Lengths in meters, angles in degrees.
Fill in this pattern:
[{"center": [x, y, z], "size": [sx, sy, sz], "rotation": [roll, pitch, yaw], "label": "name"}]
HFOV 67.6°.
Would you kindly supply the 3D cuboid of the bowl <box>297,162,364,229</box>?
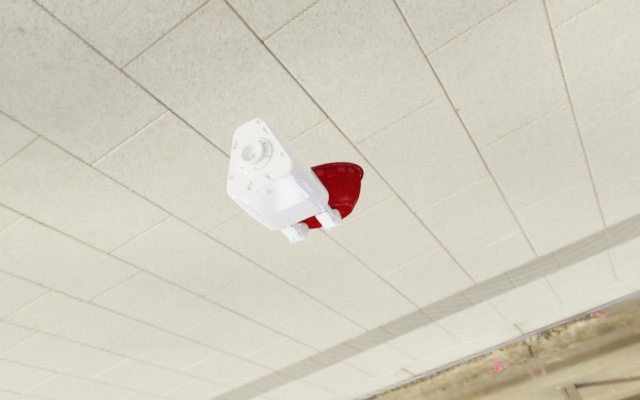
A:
[{"center": [0.001, 0.003, 0.754], "size": [0.162, 0.055, 0.162], "rotation": [-16, -20, -6], "label": "bowl"}]
